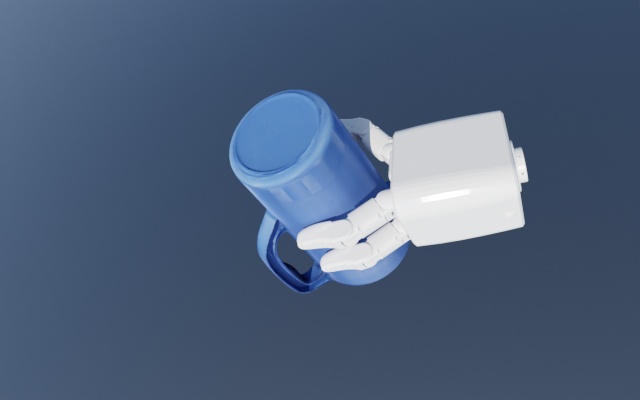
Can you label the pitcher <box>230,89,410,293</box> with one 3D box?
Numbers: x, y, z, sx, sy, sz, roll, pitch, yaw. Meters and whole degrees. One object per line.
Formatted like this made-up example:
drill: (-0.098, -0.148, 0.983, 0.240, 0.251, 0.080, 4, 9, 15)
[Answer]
pitcher: (0.000, 0.002, 0.525, 0.145, 0.149, 0.243, -9, -31, 22)
